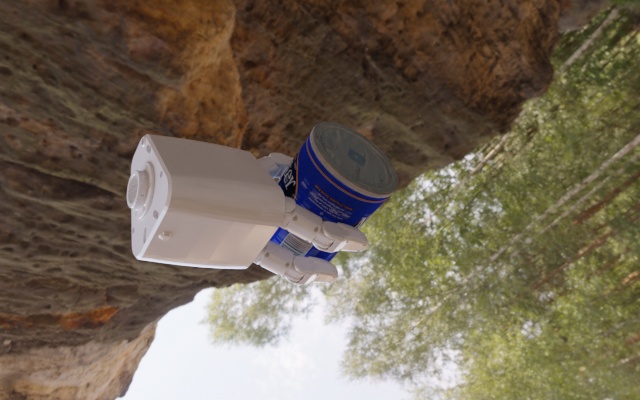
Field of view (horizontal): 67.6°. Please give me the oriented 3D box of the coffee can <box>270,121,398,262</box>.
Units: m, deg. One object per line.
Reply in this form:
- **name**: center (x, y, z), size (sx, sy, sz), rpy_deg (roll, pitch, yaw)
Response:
- **coffee can**: center (0.000, 0.002, 0.511), size (0.103, 0.102, 0.140), rpy_deg (0, -42, -44)
